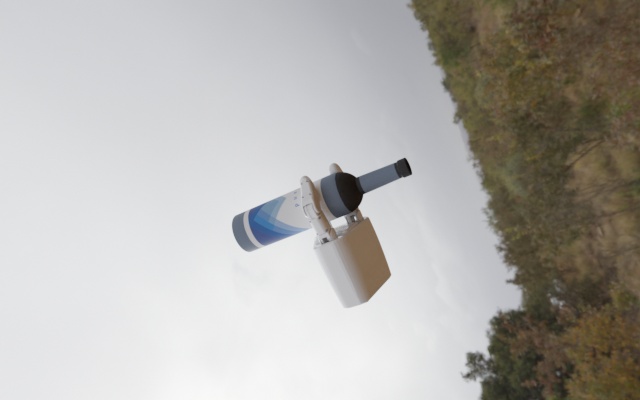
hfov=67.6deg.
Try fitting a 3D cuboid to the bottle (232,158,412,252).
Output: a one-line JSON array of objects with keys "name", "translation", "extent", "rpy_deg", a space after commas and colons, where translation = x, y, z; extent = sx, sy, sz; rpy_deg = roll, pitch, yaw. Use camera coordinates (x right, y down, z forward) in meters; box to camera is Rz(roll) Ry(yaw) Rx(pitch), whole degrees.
[{"name": "bottle", "translation": [0.000, 0.002, 0.742], "extent": [0.296, 0.069, 0.069], "rpy_deg": [-22, -8, 21]}]
